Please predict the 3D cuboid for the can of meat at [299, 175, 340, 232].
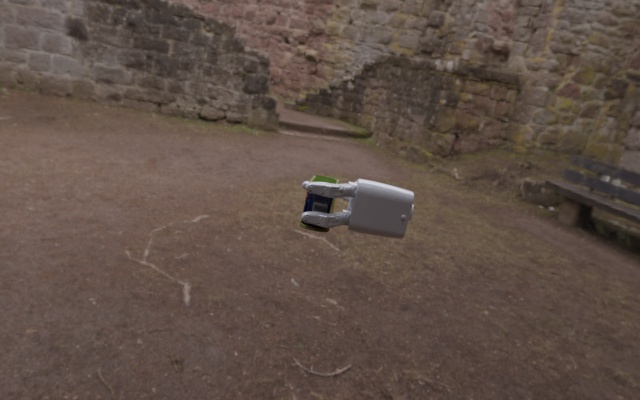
[{"bbox_3d":[0.000,0.003,0.897,0.057,0.084,0.102,13,15,4],"label":"can of meat"}]
